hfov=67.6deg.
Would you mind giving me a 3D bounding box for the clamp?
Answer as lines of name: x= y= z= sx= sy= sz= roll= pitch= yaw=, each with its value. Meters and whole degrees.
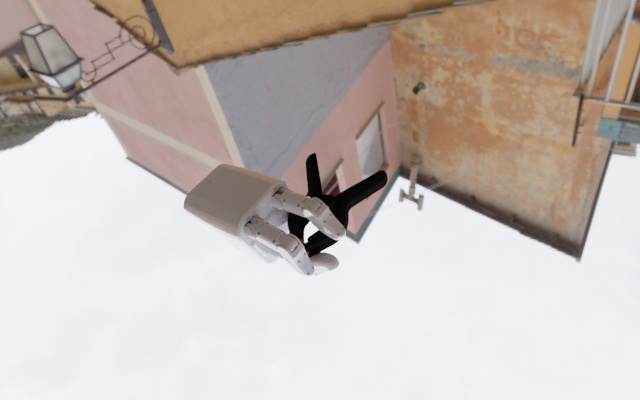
clamp: x=0.000 y=0.003 z=0.638 sx=0.120 sy=0.039 sz=0.171 roll=20 pitch=54 yaw=30
